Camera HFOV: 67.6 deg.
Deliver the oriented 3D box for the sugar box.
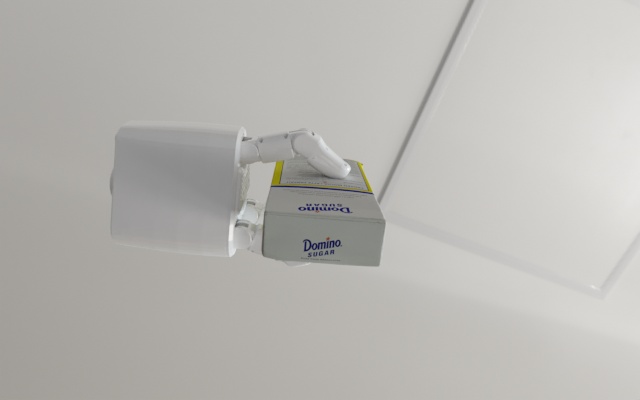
[{"bbox_3d":[0.000,0.002,0.434,0.093,0.048,0.176,4,21,-2],"label":"sugar box"}]
